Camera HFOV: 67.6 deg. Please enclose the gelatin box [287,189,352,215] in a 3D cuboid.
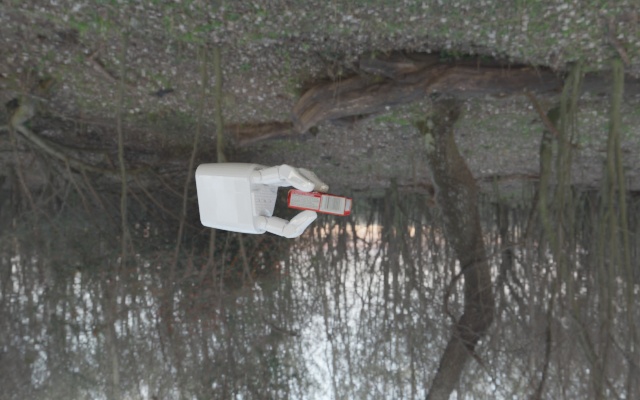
[{"bbox_3d":[0.000,0.003,0.741,0.089,0.030,0.073,9,0,11],"label":"gelatin box"}]
